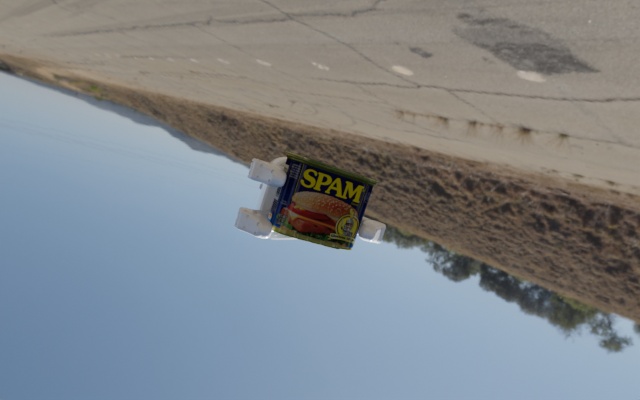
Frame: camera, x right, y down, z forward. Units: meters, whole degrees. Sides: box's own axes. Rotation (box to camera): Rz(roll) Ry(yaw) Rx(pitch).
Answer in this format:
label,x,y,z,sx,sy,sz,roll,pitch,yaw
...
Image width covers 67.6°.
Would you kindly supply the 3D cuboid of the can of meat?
label,x,y,z,sx,sy,sz,roll,pitch,yaw
can of meat,0.000,0.002,0.519,0.102,0.084,0.057,17,5,-18
